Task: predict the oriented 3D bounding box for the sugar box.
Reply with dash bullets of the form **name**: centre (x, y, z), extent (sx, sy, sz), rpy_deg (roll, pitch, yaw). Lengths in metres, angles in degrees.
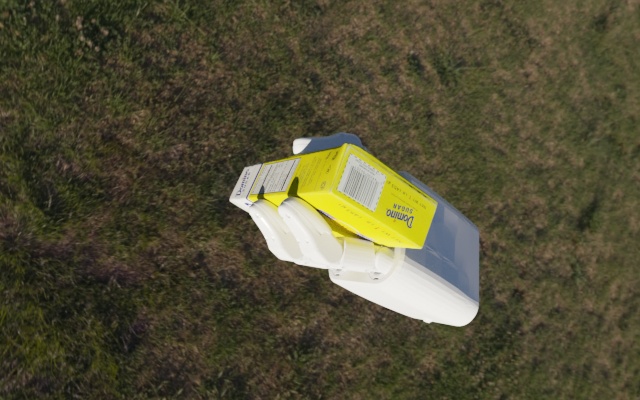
- **sugar box**: centre (0.000, 0.002, 0.404), extent (0.093, 0.048, 0.176), rpy_deg (31, -20, -27)
